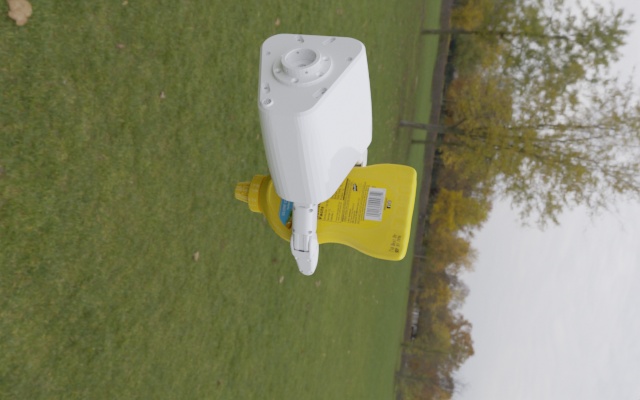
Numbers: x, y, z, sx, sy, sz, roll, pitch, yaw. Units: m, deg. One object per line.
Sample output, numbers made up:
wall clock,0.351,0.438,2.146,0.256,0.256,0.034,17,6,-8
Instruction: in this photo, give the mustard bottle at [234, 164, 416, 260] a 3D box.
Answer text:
mustard bottle,0.000,0.002,0.505,0.191,0.096,0.058,8,-12,13
